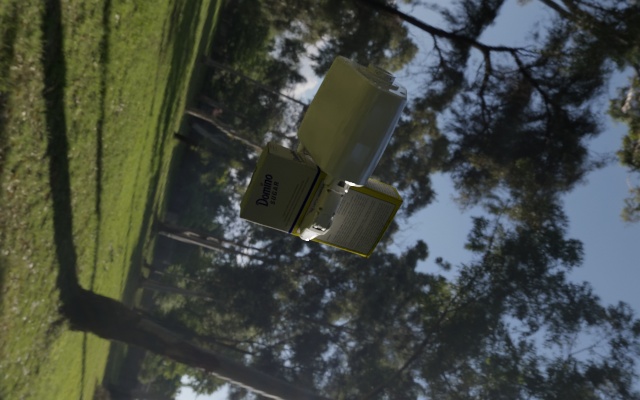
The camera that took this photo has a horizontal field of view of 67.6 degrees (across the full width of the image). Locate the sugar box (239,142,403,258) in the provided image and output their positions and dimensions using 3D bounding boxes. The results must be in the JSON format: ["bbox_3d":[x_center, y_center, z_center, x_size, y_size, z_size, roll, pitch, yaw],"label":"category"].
[{"bbox_3d":[0.000,0.002,0.582,0.176,0.093,0.048,21,24,-16],"label":"sugar box"}]
